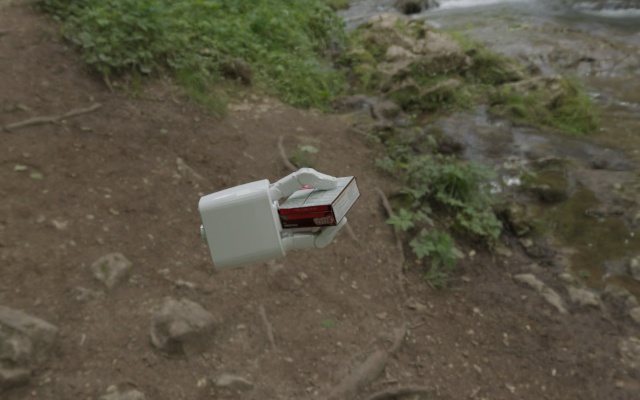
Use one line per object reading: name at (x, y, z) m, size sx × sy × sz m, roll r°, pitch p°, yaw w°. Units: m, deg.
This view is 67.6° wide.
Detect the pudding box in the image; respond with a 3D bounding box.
pudding box at (0.000, 0.002, 0.719) m, size 0.090 × 0.039 × 0.113 m, roll -4°, pitch 24°, yaw 26°
